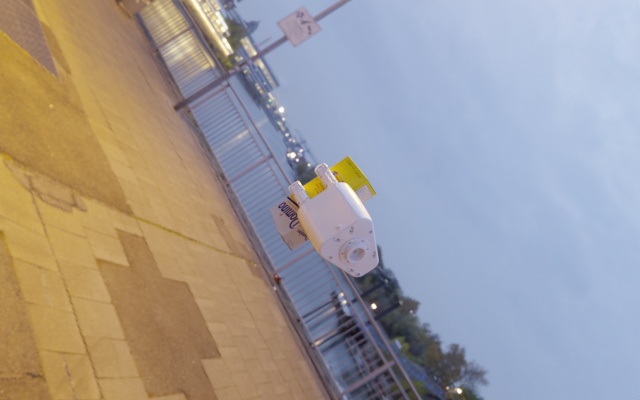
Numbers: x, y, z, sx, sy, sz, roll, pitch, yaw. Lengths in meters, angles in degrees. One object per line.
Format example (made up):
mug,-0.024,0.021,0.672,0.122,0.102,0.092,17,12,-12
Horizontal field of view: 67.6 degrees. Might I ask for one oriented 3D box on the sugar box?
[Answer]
sugar box,0.000,0.002,0.838,0.176,0.048,0.093,-33,38,0
